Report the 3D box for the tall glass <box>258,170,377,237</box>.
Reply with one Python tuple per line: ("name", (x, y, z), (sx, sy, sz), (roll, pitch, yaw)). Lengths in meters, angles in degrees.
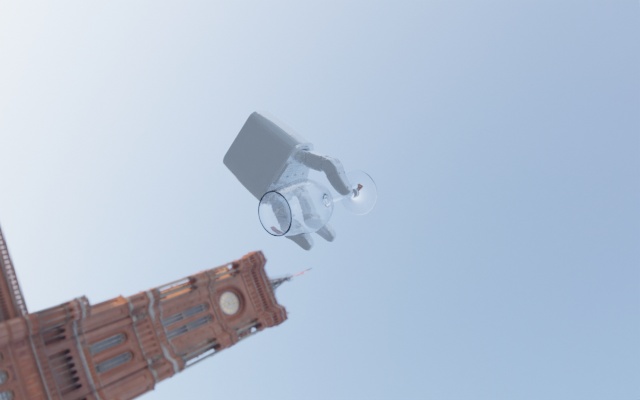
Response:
("tall glass", (0.001, 0.002, 0.705), (0.079, 0.079, 0.201), (0, 9, 38))
